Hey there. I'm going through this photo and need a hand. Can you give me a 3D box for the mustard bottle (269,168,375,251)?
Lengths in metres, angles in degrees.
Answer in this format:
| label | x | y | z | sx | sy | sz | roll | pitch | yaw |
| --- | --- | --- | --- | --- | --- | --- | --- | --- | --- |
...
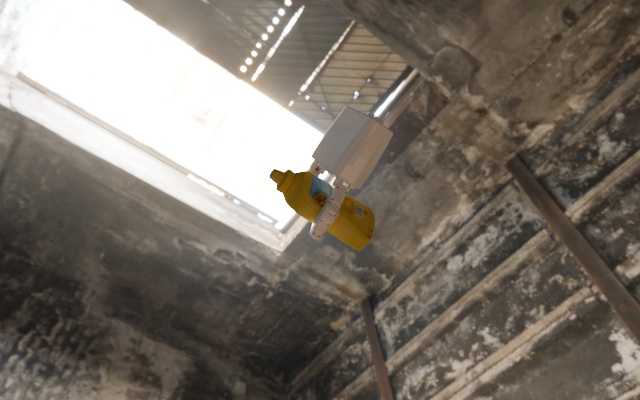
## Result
| label | x | y | z | sx | sy | sz | roll | pitch | yaw |
| --- | --- | --- | --- | --- | --- | --- | --- | --- | --- |
| mustard bottle | 0.000 | 0.003 | 0.785 | 0.192 | 0.058 | 0.096 | 32 | 32 | -19 |
